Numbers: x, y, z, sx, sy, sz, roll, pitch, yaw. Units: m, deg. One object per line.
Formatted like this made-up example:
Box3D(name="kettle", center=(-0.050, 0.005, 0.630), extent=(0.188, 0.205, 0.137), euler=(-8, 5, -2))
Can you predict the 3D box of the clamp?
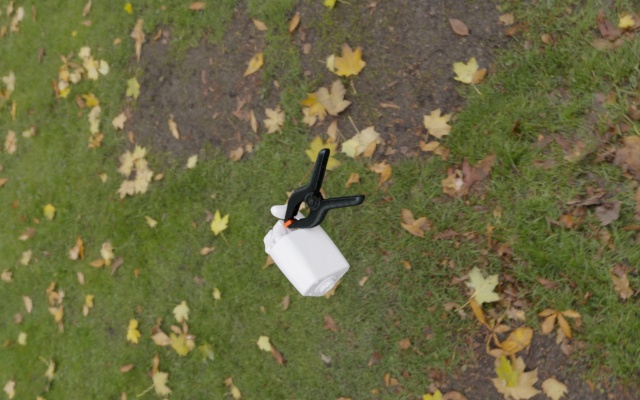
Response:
Box3D(name="clamp", center=(0.000, 0.003, 0.875), extent=(0.039, 0.120, 0.171), euler=(-10, -37, -55))
